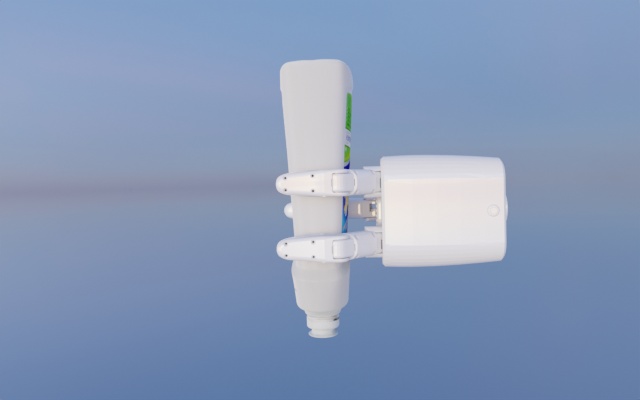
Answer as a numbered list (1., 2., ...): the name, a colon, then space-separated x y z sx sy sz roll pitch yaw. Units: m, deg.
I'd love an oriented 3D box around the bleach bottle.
1. bleach bottle: 0.000 0.001 0.461 0.068 0.251 0.102 -1 2 6
